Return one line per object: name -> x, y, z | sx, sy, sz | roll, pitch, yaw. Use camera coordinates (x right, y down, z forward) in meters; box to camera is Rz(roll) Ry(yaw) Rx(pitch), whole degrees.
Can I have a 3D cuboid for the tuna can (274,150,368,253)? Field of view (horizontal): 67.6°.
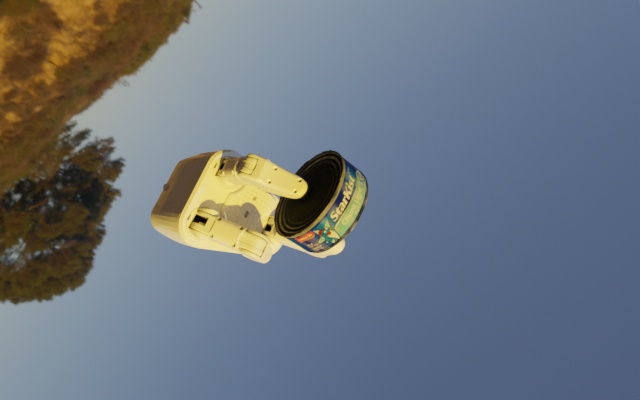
tuna can -> 0.001, 0.002, 0.412 | 0.034, 0.086, 0.086 | 35, -19, -29
